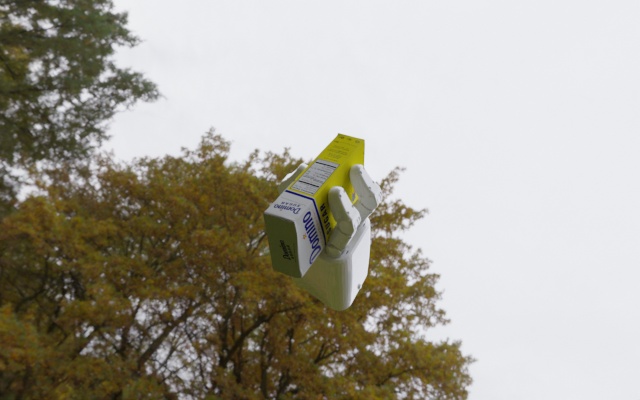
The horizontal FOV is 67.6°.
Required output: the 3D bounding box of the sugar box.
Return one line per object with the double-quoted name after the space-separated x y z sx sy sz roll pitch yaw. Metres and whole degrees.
0.001 0.002 0.581 0.048 0.093 0.176 15 44 22 "sugar box"
